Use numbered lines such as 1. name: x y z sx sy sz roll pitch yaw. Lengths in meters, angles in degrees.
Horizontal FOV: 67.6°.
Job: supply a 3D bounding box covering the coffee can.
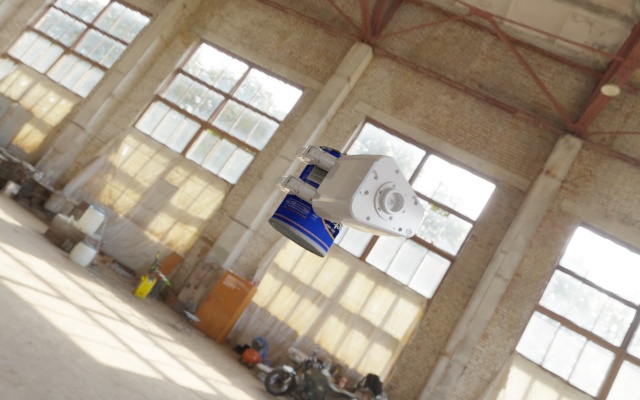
1. coffee can: 0.000 0.003 0.738 0.103 0.140 0.103 31 -12 8
